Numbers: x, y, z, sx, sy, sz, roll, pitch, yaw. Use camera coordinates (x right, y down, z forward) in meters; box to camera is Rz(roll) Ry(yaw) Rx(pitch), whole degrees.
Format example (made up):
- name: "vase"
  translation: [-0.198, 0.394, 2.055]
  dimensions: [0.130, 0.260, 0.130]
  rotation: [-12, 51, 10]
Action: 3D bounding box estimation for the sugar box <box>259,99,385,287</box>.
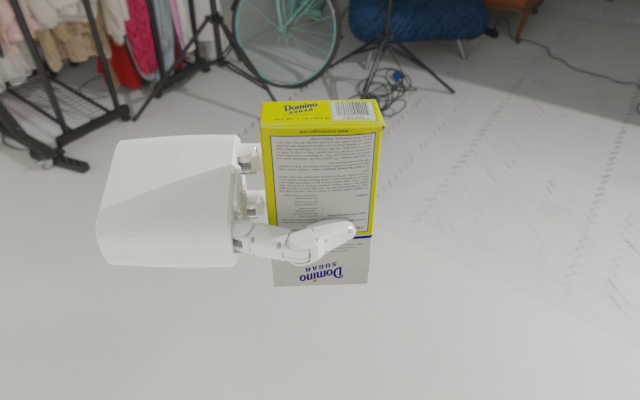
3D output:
- name: "sugar box"
  translation: [0.000, 0.001, 0.414]
  dimensions: [0.093, 0.176, 0.048]
  rotation: [-1, 42, -3]
